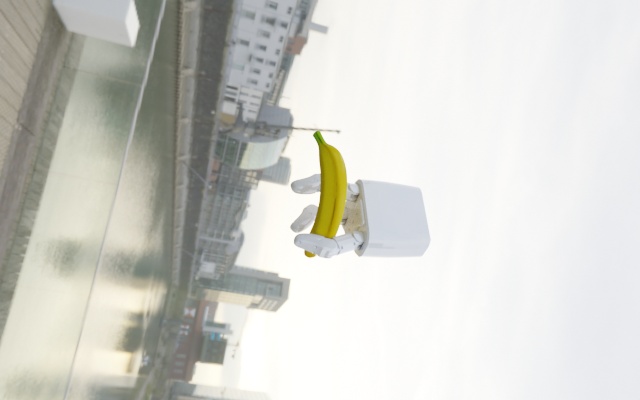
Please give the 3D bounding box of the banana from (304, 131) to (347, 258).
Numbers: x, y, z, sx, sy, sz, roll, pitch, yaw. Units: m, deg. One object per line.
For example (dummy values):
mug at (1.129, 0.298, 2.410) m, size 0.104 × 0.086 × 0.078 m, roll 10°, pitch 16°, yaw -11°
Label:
banana at (0.008, 0.007, 0.671) m, size 0.037 × 0.198 × 0.069 m, roll -4°, pitch 25°, yaw -23°
